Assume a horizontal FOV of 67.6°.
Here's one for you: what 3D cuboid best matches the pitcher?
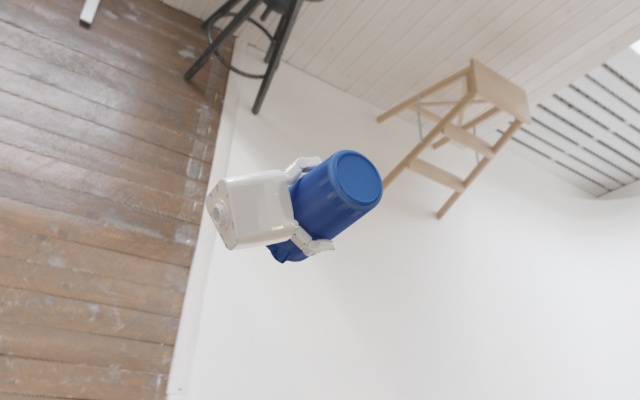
[{"bbox_3d":[0.000,0.003,0.847,0.145,0.149,0.243,-10,-18,-38],"label":"pitcher"}]
